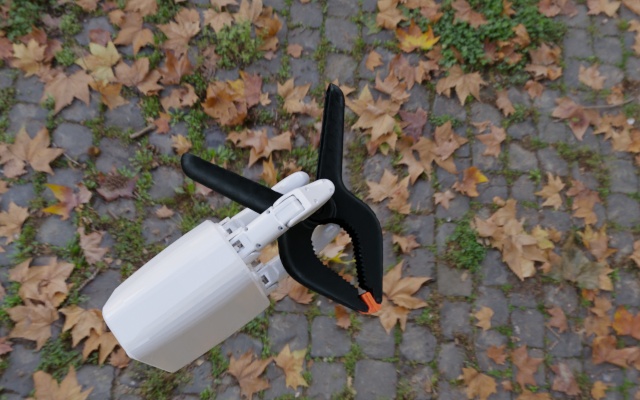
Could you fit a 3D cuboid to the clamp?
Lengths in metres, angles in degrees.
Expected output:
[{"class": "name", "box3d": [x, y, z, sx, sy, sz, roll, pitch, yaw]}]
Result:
[{"class": "clamp", "box3d": [0.000, 0.002, 0.428, 0.164, 0.210, 0.036, -36, -6, -14]}]
